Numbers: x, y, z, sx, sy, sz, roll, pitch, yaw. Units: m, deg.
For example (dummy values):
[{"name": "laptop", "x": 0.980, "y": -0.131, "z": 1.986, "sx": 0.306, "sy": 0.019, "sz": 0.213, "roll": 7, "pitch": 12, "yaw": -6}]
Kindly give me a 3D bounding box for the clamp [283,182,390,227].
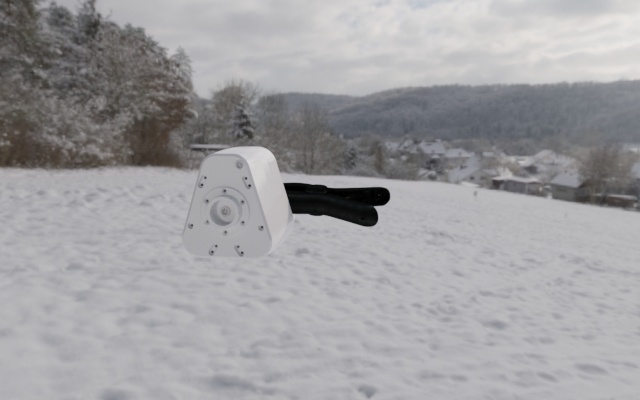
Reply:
[{"name": "clamp", "x": 0.000, "y": 0.001, "z": 0.580, "sx": 0.171, "sy": 0.039, "sz": 0.120, "roll": 1, "pitch": 8, "yaw": 6}]
